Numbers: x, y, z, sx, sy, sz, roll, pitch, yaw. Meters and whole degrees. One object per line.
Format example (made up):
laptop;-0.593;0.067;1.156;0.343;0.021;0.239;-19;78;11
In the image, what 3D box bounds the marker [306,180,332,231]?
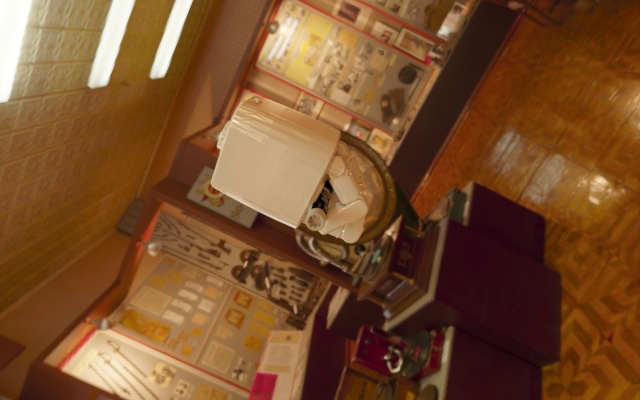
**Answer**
marker;0.000;0.002;0.514;0.020;0.020;0.121;0;19;5
